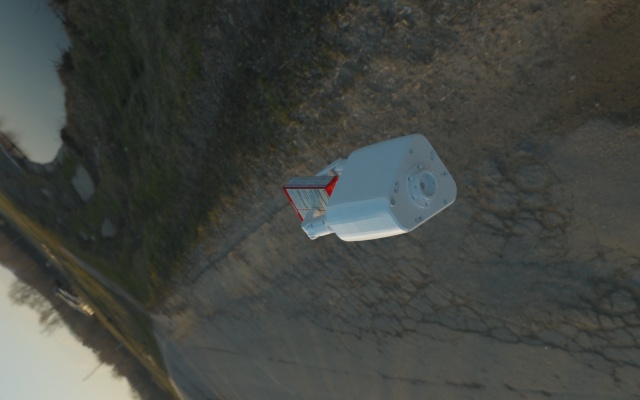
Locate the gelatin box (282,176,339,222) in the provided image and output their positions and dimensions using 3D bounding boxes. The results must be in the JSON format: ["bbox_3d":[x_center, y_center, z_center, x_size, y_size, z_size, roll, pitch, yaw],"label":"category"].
[{"bbox_3d":[0.000,0.002,0.659,0.089,0.073,0.030,0,40,44],"label":"gelatin box"}]
